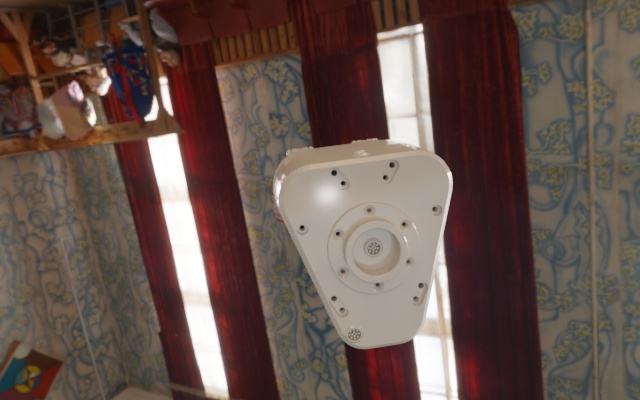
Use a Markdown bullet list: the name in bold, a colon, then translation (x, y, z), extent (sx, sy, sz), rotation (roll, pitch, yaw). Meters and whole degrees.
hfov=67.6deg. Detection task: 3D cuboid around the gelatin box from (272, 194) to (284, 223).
- **gelatin box**: translation (0.000, 0.002, 0.442), extent (0.073, 0.030, 0.089), rotation (-10, 5, -16)
